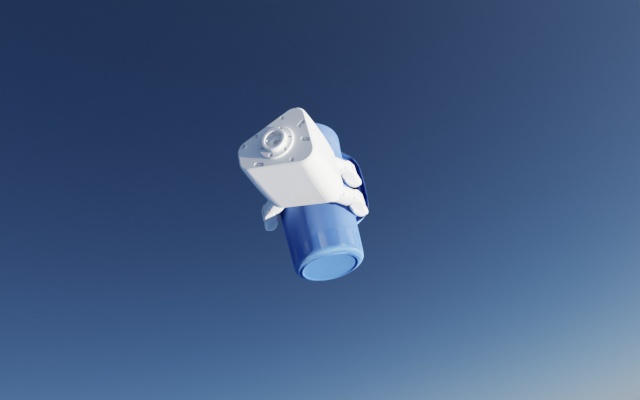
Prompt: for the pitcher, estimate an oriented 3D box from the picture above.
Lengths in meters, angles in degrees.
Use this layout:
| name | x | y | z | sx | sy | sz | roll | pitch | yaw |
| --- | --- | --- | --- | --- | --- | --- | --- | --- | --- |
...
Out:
| name | x | y | z | sx | sy | sz | roll | pitch | yaw |
| --- | --- | --- | --- | --- | --- | --- | --- | --- | --- |
| pitcher | 0.000 | 0.003 | 0.787 | 0.149 | 0.242 | 0.145 | -20 | -32 | 9 |
